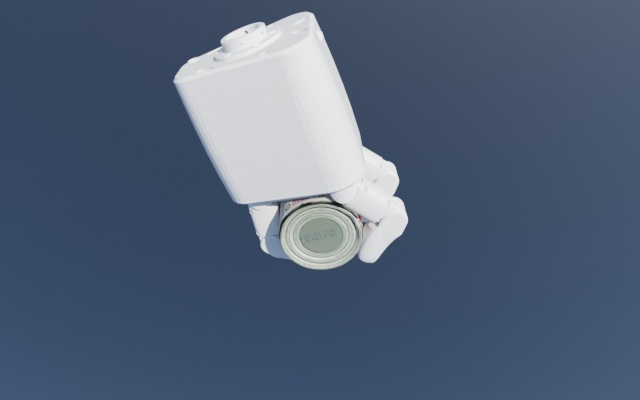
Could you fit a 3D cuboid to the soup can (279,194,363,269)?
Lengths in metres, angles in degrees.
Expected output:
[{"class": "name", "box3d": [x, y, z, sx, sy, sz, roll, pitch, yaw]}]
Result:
[{"class": "soup can", "box3d": [0.000, 0.002, 0.412, 0.068, 0.068, 0.102, 0, 34, -1]}]
